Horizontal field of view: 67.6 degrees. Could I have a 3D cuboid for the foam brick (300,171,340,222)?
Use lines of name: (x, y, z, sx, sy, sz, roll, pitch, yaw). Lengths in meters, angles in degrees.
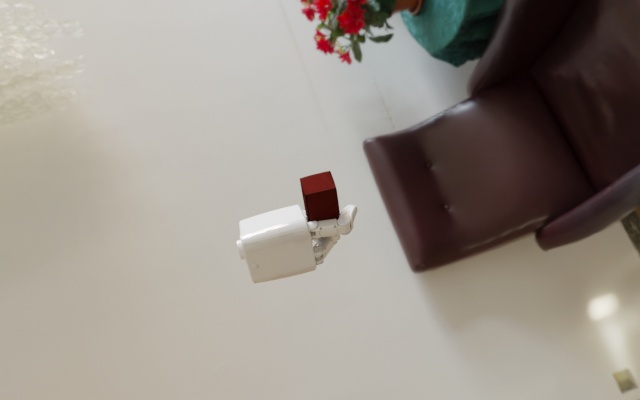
foam brick: (0.000, 0.002, 0.761, 0.051, 0.078, 0.053, -12, 35, -4)
